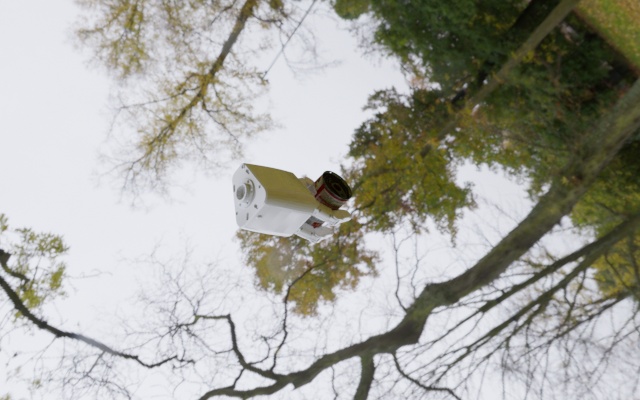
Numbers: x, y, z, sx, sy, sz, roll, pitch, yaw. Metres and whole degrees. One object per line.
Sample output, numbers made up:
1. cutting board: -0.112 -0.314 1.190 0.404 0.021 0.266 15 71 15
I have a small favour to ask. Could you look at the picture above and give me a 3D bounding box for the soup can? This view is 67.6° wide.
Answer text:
1. soup can: 0.000 0.003 0.885 0.068 0.068 0.102 0 -38 -50
